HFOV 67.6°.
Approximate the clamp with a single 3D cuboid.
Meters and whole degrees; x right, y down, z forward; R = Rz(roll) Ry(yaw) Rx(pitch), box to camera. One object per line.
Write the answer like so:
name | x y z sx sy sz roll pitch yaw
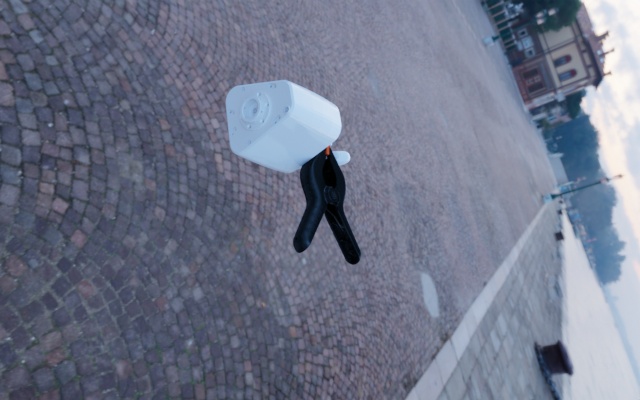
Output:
clamp | 0.001 0.002 0.641 0.039 0.171 0.120 -22 -19 31
